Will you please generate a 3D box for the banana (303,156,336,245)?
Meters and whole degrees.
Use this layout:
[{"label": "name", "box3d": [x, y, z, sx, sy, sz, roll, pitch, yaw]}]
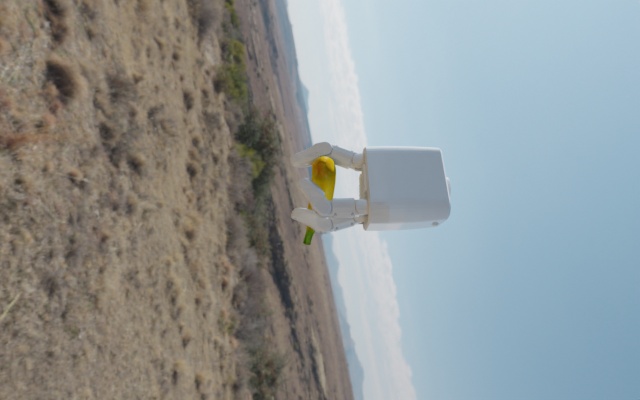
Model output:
[{"label": "banana", "box3d": [0.002, -0.011, 0.695, 0.037, 0.069, 0.198, 8, -36, 0]}]
